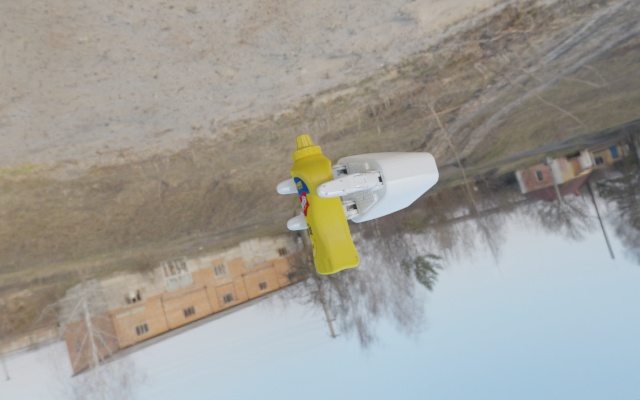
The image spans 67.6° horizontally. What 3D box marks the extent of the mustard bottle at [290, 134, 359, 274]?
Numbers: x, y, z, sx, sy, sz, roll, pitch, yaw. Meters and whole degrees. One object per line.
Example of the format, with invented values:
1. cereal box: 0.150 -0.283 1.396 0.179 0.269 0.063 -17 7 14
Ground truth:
1. mustard bottle: 0.000 0.002 0.656 0.058 0.191 0.096 -15 -4 -9
